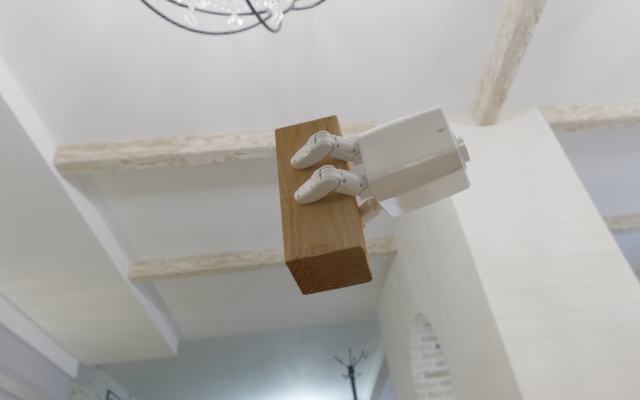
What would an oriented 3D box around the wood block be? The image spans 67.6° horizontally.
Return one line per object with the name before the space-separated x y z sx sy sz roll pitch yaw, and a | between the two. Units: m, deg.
wood block | 0.001 0.002 0.610 0.090 0.206 0.091 -13 -38 6
